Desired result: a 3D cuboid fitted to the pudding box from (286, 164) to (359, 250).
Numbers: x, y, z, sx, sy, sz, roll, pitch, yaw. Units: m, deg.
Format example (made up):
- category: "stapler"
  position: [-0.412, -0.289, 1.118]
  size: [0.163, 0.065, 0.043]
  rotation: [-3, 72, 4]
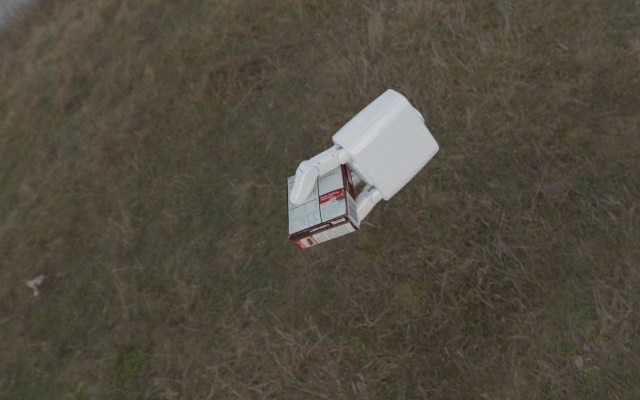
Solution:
- category: "pudding box"
  position: [0.000, 0.002, 0.655]
  size: [0.090, 0.113, 0.039]
  rotation: [-22, -46, 18]
